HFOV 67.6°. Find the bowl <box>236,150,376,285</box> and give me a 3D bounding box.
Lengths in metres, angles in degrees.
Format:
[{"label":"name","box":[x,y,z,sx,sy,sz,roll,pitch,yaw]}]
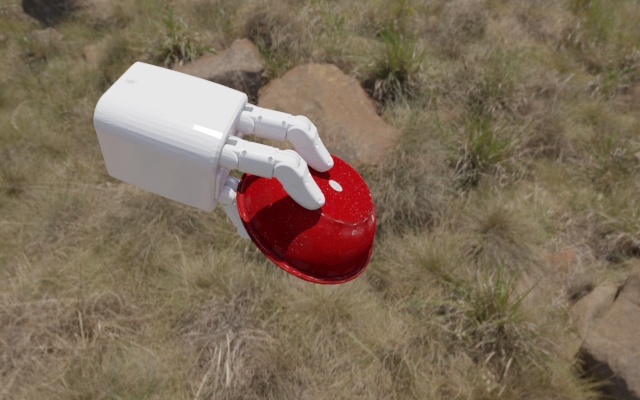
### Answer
[{"label":"bowl","box":[0.001,0.002,0.484,0.162,0.162,0.055,0,-36,-39]}]
